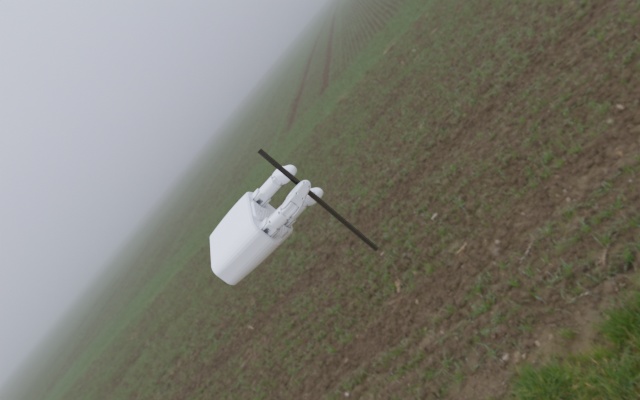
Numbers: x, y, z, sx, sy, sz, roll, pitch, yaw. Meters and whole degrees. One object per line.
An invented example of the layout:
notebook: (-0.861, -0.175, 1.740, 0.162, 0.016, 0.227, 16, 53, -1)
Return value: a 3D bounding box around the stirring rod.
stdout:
stirring rod: (0.000, 0.003, 0.725, 0.239, 0.011, 0.011, 40, -13, -16)
